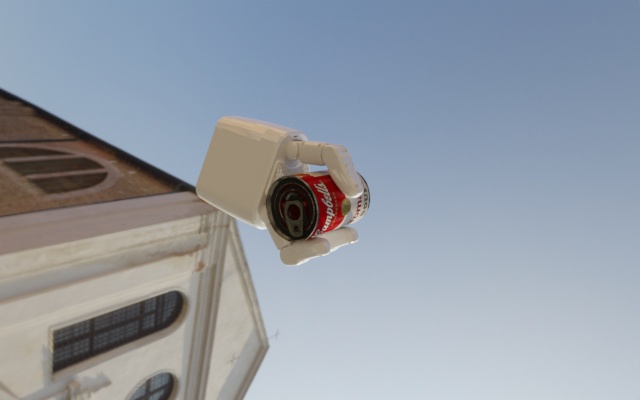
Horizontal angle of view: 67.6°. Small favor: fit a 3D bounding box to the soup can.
[{"bbox_3d":[0.001,0.002,0.516,0.068,0.068,0.102,0,8,37],"label":"soup can"}]
